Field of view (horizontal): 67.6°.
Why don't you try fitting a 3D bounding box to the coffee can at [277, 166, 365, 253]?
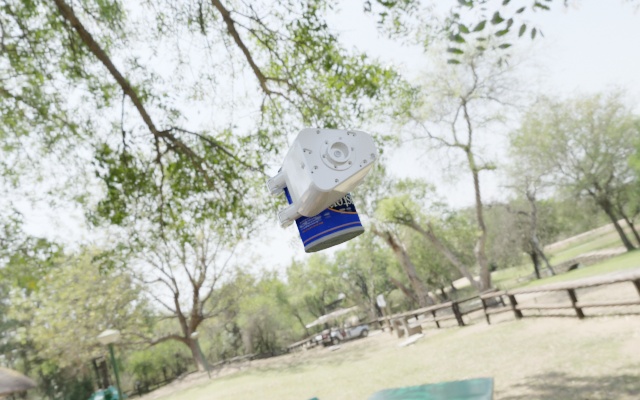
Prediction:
[{"bbox_3d":[0.000,0.003,0.776,0.103,0.140,0.103,-19,-13,-4],"label":"coffee can"}]
